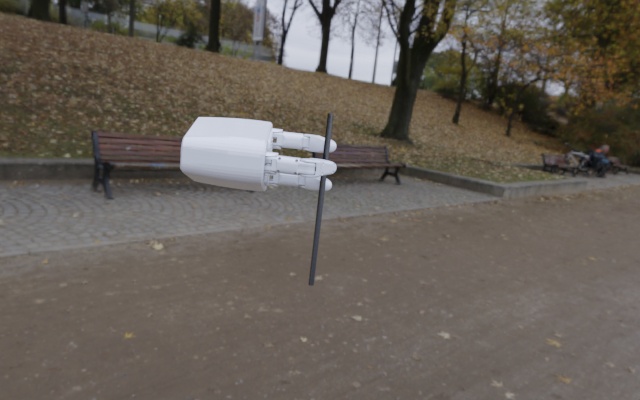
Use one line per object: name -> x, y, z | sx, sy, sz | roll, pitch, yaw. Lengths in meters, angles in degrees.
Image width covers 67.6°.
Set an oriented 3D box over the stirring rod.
stirring rod -> 0.000, 0.002, 0.655 | 0.011, 0.239, 0.011 | 6, 11, -1
